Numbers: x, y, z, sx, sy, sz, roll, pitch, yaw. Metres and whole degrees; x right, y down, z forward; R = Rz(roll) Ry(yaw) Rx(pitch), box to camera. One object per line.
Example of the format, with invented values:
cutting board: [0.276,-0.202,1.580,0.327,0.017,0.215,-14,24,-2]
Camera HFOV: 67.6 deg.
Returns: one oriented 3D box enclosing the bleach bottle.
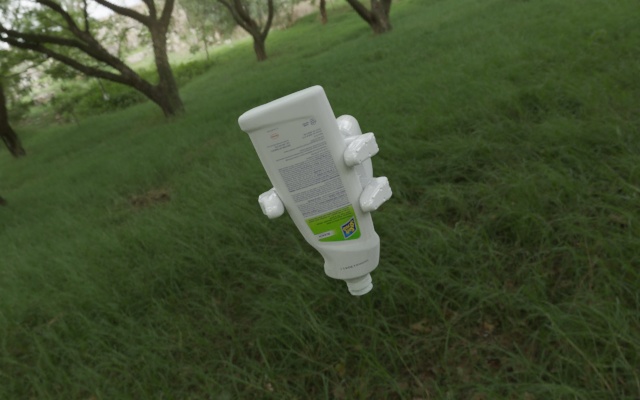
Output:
bleach bottle: [0.000,0.002,0.560,0.102,0.251,0.068,-17,18,12]
